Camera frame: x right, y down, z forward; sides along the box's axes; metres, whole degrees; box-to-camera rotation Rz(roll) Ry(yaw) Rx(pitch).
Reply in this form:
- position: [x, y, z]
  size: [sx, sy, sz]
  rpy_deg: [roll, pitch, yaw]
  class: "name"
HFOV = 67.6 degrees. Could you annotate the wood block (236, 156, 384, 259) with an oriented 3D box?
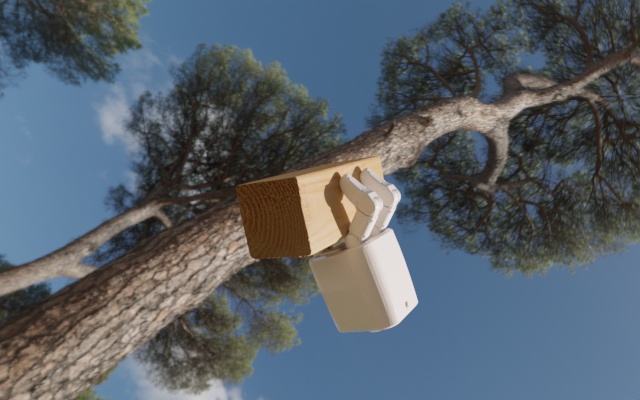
- position: [0.000, 0.002, 0.615]
  size: [0.091, 0.090, 0.206]
  rpy_deg: [-8, 7, 33]
  class: "wood block"
